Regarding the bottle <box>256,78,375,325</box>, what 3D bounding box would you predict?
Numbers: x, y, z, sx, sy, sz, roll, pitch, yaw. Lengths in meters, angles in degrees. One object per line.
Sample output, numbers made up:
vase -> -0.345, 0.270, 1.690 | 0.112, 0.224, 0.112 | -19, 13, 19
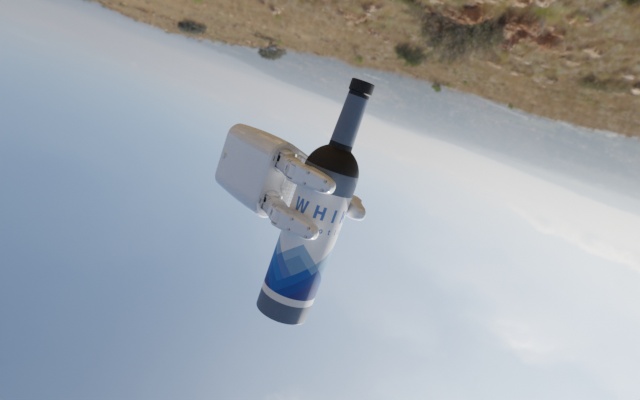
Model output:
bottle -> 0.000, 0.002, 0.567 | 0.069, 0.296, 0.069 | 19, 11, -4
